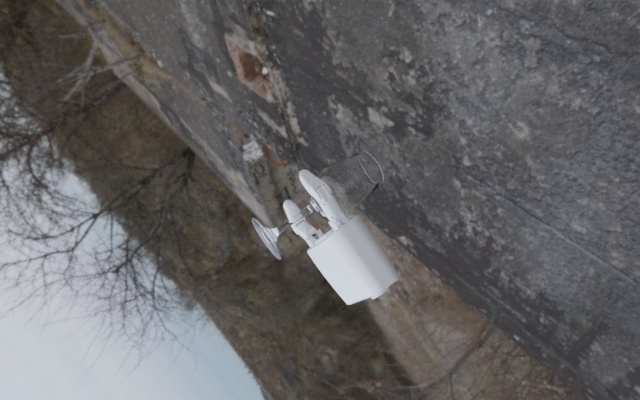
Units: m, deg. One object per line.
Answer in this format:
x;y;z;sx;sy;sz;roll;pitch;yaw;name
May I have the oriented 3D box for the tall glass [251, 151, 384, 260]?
-0.001;0.003;0.719;0.201;0.079;0.079;-34;10;-16;tall glass
